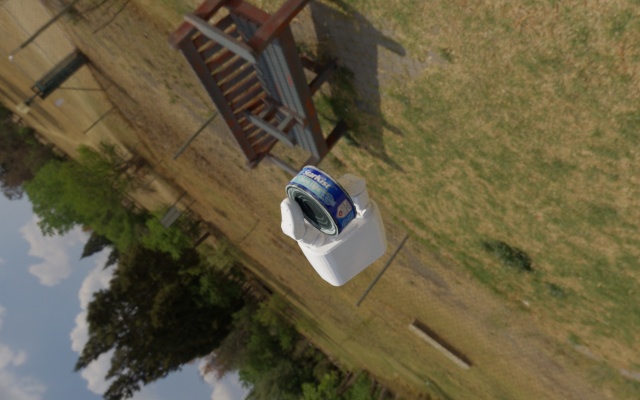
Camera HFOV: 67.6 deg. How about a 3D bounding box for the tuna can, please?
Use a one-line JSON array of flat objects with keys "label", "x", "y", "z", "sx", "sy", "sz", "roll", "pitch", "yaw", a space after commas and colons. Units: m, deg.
[{"label": "tuna can", "x": 0.000, "y": 0.002, "z": 0.562, "sx": 0.033, "sy": 0.086, "sz": 0.086, "roll": -45, "pitch": 18, "yaw": -19}]
